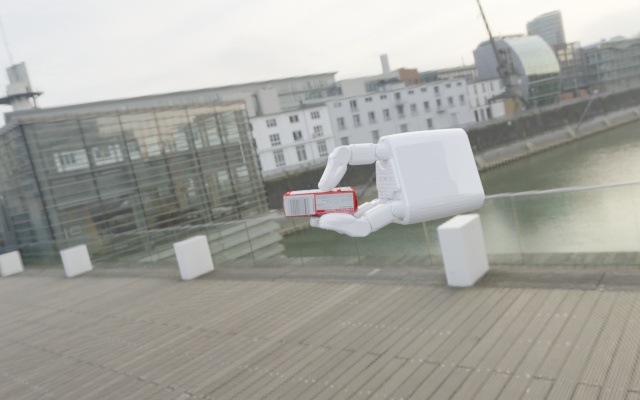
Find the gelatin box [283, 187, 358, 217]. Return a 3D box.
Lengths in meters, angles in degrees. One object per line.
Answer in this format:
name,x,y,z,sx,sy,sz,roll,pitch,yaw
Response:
gelatin box,0.000,0.002,0.601,0.089,0.030,0.073,-4,5,0
